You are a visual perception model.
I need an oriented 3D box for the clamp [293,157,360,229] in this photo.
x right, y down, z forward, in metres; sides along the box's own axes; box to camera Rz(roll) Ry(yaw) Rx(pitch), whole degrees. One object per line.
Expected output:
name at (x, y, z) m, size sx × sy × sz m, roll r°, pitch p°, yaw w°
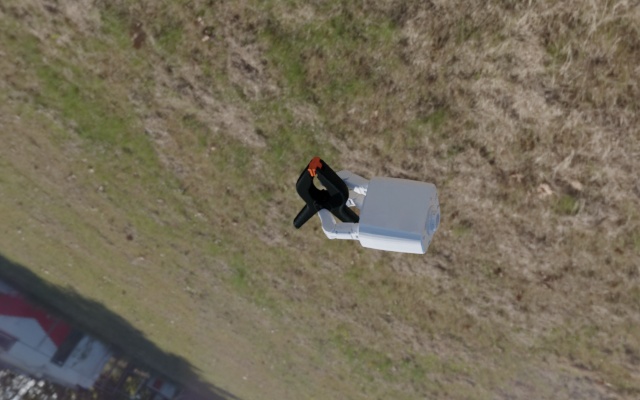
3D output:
clamp at (0.000, 0.003, 0.851) m, size 0.164 × 0.036 × 0.210 m, roll 4°, pitch -37°, yaw 25°
